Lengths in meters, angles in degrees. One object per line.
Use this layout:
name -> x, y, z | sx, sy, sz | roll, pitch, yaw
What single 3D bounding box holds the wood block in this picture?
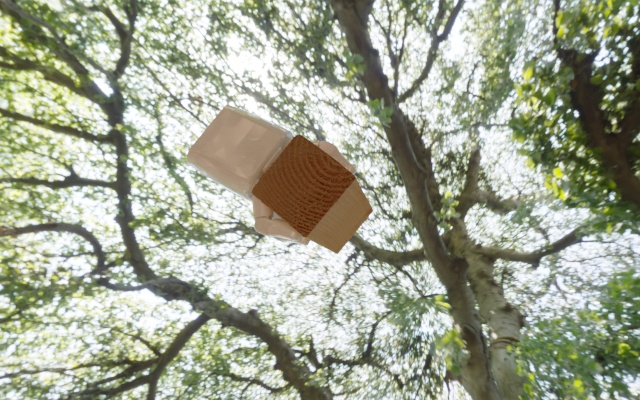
wood block -> 0.000, 0.002, 0.634 | 0.090, 0.091, 0.206 | 39, -1, 16
